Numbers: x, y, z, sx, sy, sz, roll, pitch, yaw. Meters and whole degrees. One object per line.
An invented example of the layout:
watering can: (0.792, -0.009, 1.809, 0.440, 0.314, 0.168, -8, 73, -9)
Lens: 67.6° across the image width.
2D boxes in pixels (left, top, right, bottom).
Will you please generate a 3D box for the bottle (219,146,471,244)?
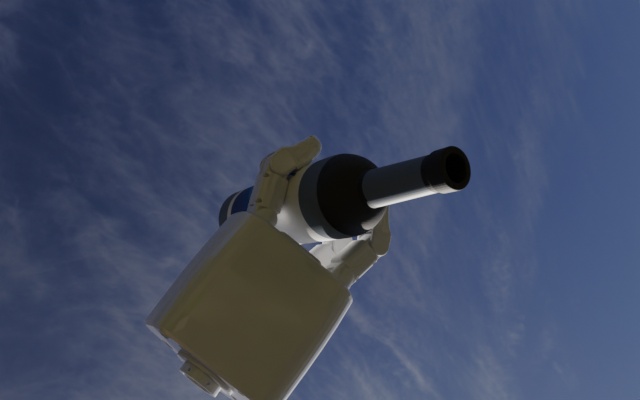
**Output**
bottle: (0.000, 0.001, 0.406, 0.069, 0.069, 0.296, 0, -8, -34)
